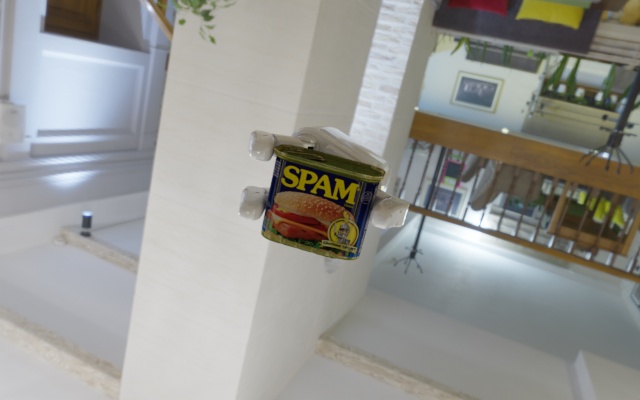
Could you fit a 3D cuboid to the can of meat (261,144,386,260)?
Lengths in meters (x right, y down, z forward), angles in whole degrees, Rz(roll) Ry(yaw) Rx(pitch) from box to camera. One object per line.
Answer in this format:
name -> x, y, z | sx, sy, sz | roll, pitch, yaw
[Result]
can of meat -> 0.000, 0.002, 0.445 | 0.102, 0.084, 0.057 | 16, 15, 8
